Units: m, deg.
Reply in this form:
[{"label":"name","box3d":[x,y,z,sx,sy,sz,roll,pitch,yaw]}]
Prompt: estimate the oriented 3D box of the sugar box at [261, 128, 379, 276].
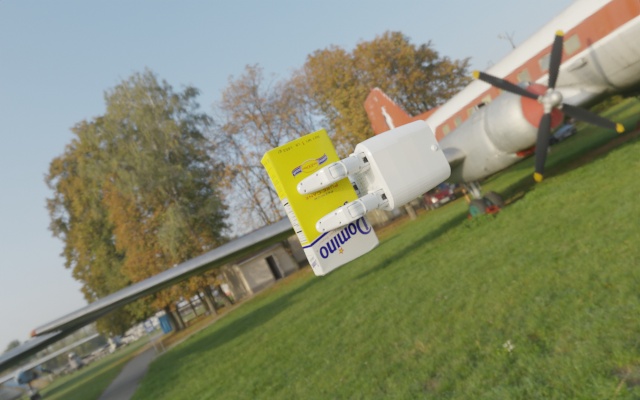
[{"label":"sugar box","box3d":[0.000,0.002,0.641,0.093,0.176,0.048,-26,-4,-19]}]
